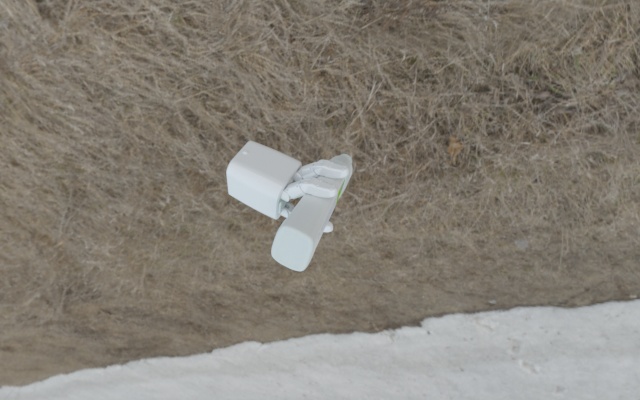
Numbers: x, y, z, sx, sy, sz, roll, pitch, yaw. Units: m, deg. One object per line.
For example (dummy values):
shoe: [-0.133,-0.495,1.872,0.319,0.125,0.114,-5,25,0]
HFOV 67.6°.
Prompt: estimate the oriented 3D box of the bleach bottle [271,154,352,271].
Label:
bleach bottle: [0.000,0.003,0.853,0.068,0.103,0.250,26,46,5]
